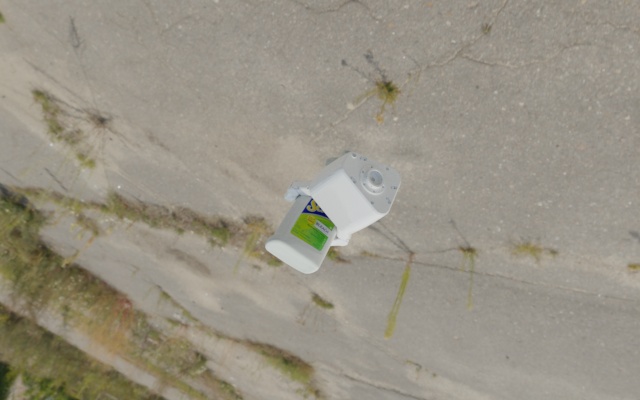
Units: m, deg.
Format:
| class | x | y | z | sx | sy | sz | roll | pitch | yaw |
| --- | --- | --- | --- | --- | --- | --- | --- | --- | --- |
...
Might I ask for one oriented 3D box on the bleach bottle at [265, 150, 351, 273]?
| class | x | y | z | sx | sy | sz | roll | pitch | yaw |
| --- | --- | --- | --- | --- | --- | --- | --- | --- | --- |
| bleach bottle | 0.000 | 0.003 | 0.873 | 0.102 | 0.250 | 0.068 | 35 | -31 | -13 |
